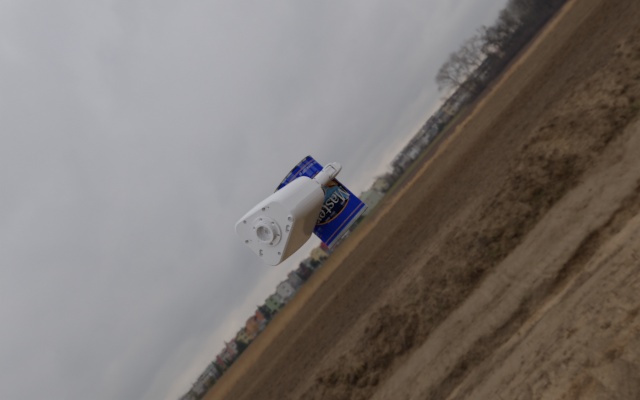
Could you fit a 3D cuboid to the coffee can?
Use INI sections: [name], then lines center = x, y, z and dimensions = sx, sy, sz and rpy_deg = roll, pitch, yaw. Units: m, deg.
[coffee can]
center = 0.000, 0.003, 0.856
dimensions = 0.140, 0.103, 0.103
rpy_deg = 42, 4, 5
